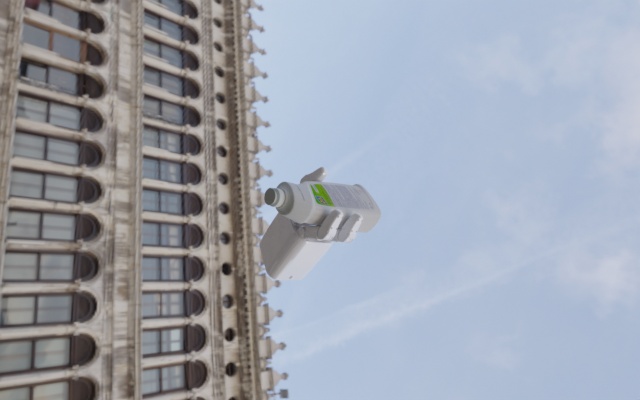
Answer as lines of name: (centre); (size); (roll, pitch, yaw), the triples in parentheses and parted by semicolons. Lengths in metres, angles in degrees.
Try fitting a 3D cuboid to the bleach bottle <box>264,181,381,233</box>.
bleach bottle: (0.000, 0.003, 0.860); (0.251, 0.068, 0.102); (10, 35, -46)
